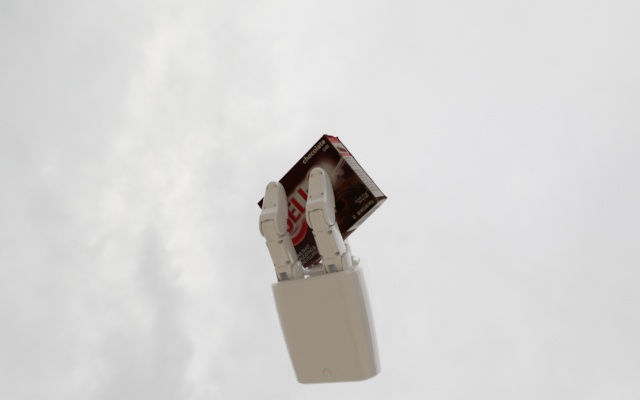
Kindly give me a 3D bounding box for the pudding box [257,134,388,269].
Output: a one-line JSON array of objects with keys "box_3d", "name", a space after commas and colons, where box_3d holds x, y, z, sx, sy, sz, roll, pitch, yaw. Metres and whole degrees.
[{"box_3d": [0.000, 0.002, 0.498, 0.113, 0.090, 0.039, -44, -15, 21], "name": "pudding box"}]
